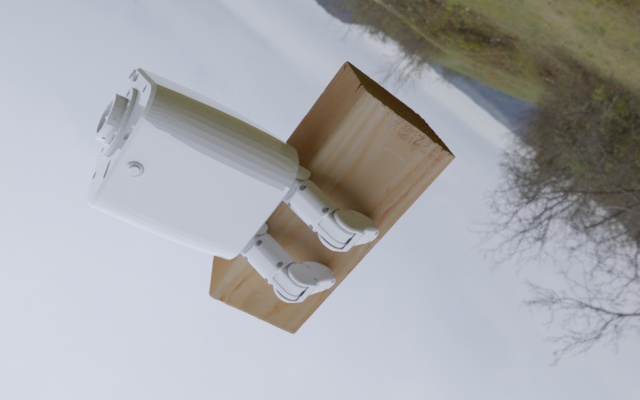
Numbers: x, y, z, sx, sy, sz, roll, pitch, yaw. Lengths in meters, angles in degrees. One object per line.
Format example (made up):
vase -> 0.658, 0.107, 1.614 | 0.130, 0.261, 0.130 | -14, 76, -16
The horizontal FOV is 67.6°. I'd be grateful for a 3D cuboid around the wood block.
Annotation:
wood block -> 0.000, 0.001, 0.405 | 0.090, 0.206, 0.090 | 31, 22, -23
